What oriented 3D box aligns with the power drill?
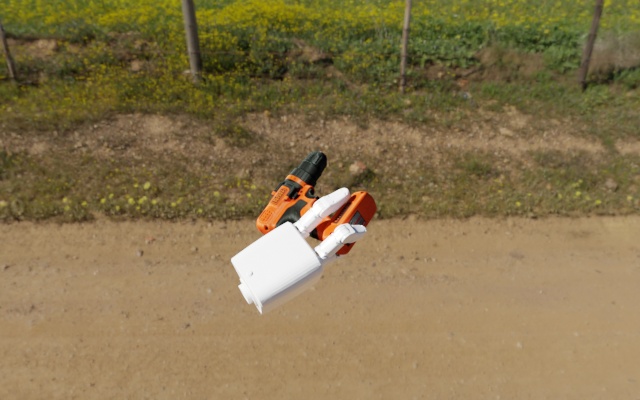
[{"bbox_3d":[0.000,0.003,0.805,0.187,0.184,0.057,19,-22,44],"label":"power drill"}]
